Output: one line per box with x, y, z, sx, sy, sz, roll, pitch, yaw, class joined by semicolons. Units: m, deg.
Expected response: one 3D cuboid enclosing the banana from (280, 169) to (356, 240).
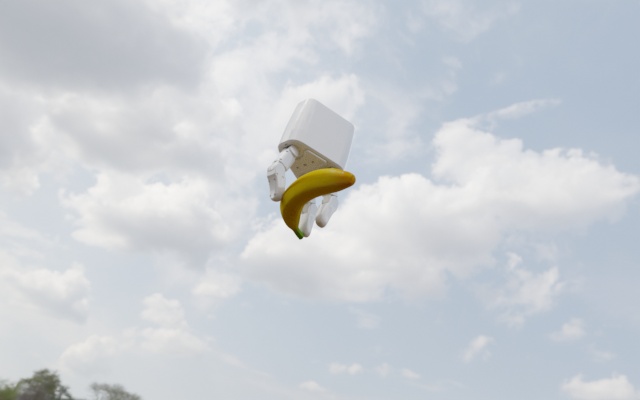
-0.017;-0.005;0.713;0.069;0.037;0.198;28;-35;-10;banana
